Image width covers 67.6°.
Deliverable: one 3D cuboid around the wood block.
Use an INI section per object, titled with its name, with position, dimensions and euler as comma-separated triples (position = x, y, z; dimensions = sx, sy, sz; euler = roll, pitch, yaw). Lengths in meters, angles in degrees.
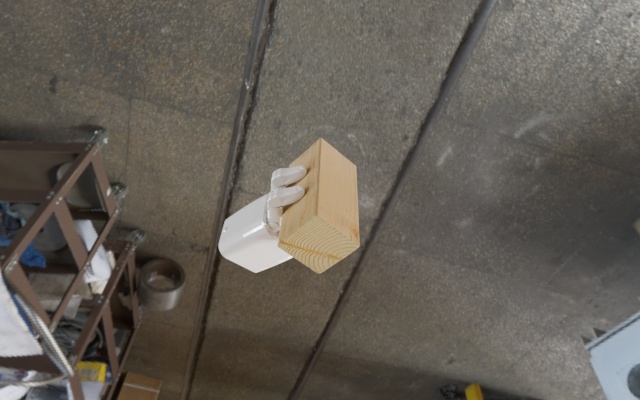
[wood block]
position = 0.000, 0.003, 0.781
dimensions = 0.091, 0.206, 0.090
euler = 37, -59, -25
